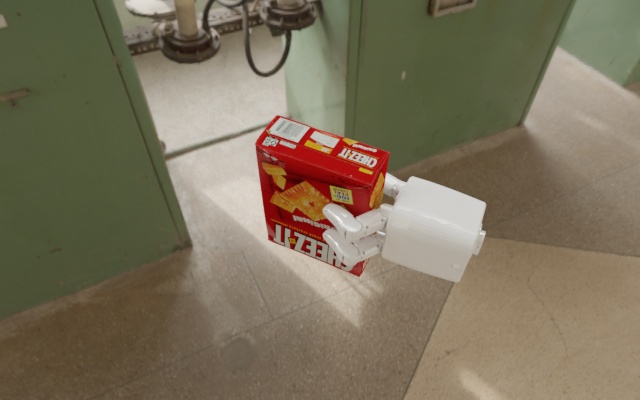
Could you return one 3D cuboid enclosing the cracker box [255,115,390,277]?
[{"bbox_3d":[0.000,0.002,0.671,0.164,0.072,0.214,21,-37,16],"label":"cracker box"}]
